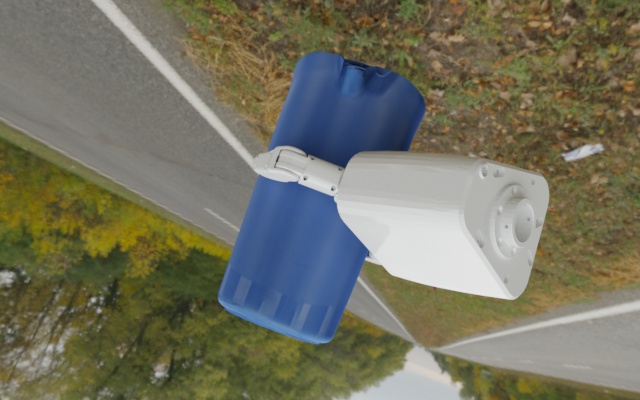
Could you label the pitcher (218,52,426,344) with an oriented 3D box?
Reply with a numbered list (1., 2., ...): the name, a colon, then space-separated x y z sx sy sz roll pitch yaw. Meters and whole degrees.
1. pitcher: 0.000 0.001 0.452 0.149 0.242 0.145 30 -15 -38
